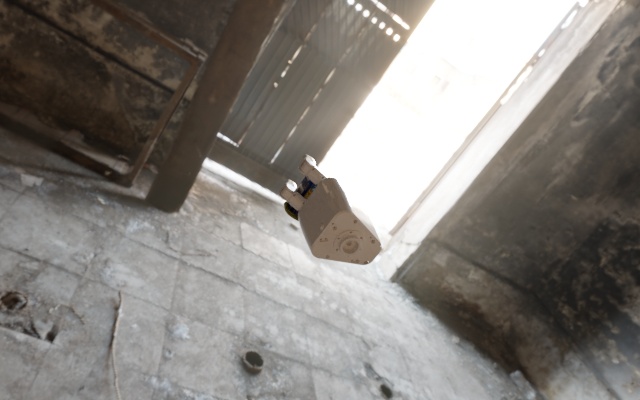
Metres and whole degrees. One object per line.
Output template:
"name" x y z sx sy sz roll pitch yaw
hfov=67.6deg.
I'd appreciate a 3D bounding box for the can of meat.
"can of meat" 0.000 0.003 0.848 0.102 0.084 0.057 29 19 -22
